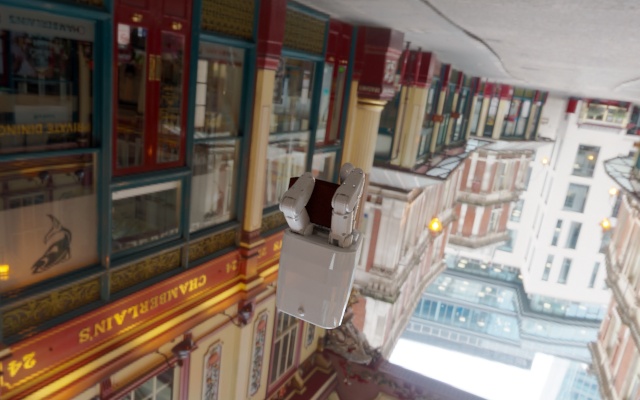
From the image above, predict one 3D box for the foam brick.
[{"bbox_3d":[0.000,0.002,0.617,0.078,0.051,0.053,15,10,25],"label":"foam brick"}]
